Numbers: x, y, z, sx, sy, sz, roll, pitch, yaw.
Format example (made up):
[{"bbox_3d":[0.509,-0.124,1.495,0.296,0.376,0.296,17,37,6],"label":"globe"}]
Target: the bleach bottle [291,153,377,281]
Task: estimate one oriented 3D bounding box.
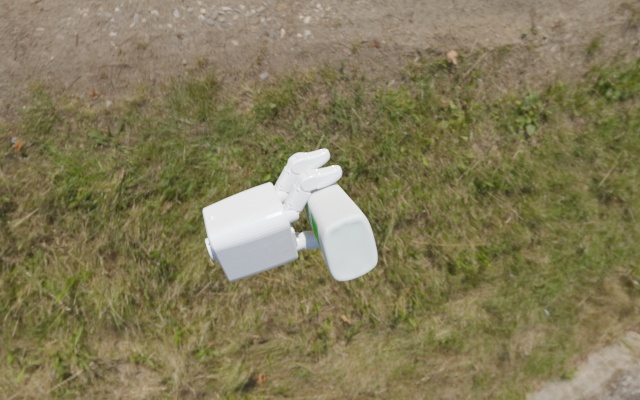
[{"bbox_3d":[0.000,0.002,0.700,0.068,0.103,0.250,-21,33,-8],"label":"bleach bottle"}]
